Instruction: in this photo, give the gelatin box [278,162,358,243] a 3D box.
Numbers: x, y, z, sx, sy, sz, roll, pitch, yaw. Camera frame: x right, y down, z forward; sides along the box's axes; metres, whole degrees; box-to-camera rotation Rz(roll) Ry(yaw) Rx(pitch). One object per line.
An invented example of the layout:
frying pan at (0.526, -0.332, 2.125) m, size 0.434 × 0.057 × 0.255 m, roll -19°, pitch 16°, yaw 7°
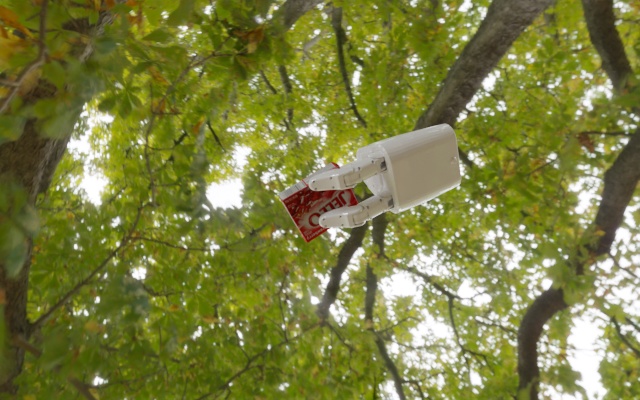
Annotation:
gelatin box at (0.000, 0.002, 0.639) m, size 0.089 × 0.073 × 0.030 m, roll -31°, pitch 26°, yaw -5°
